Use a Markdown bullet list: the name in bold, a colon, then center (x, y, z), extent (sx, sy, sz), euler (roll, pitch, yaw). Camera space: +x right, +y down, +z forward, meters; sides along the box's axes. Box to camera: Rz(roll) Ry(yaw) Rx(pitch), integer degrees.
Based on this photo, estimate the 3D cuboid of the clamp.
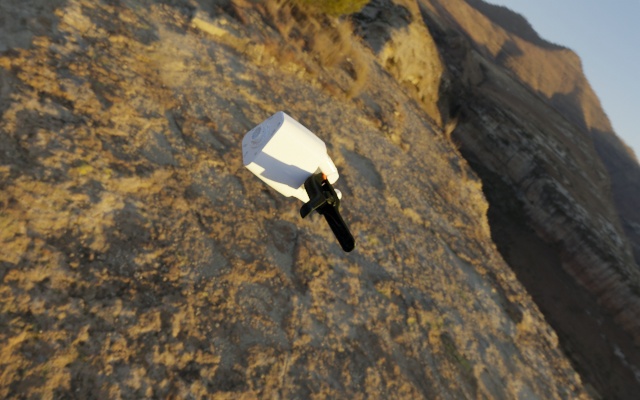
- **clamp**: center (0.001, 0.002, 0.810), extent (0.039, 0.171, 0.120), euler (-36, -49, 14)
